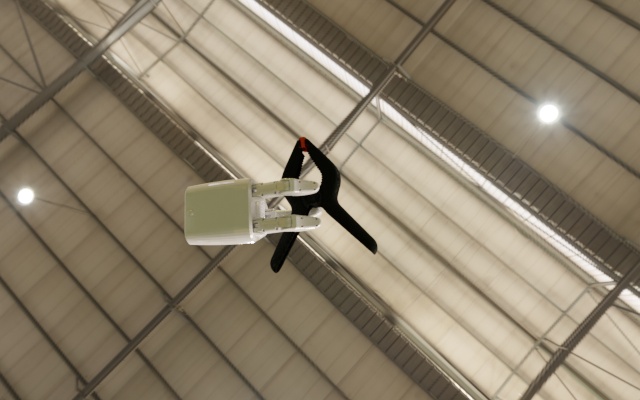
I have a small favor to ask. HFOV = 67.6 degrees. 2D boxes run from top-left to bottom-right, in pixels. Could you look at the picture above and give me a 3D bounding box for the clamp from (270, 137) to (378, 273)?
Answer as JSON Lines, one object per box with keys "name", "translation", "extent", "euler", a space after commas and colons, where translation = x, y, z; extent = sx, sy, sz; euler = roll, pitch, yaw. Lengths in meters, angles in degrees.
{"name": "clamp", "translation": [0.000, 0.002, 0.741], "extent": [0.164, 0.210, 0.036], "euler": [-4, -13, 6]}
